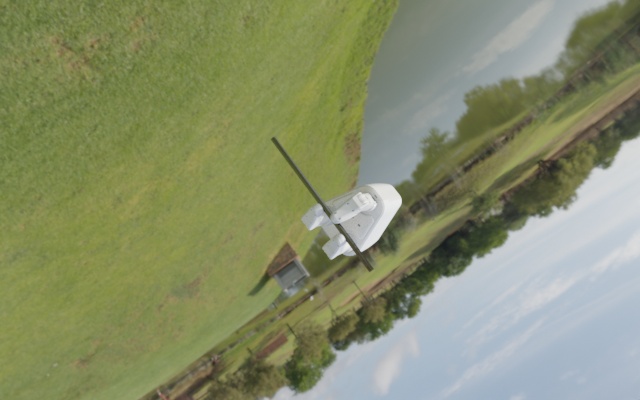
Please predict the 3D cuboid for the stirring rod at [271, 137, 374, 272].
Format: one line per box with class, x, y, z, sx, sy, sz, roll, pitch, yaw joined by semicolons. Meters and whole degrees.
stirring rod;0.000;0.002;0.681;0.011;0.239;0.011;-35;-12;-9
